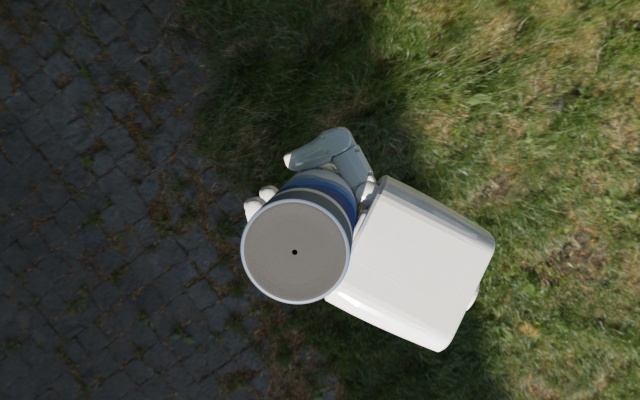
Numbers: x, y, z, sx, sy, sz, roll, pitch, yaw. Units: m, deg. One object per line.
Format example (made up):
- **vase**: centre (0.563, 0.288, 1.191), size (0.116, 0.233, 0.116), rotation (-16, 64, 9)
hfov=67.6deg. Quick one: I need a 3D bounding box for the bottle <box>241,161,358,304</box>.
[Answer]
- **bottle**: centre (0.000, 0.001, 0.427), size (0.069, 0.069, 0.295), rotation (0, 12, 6)
